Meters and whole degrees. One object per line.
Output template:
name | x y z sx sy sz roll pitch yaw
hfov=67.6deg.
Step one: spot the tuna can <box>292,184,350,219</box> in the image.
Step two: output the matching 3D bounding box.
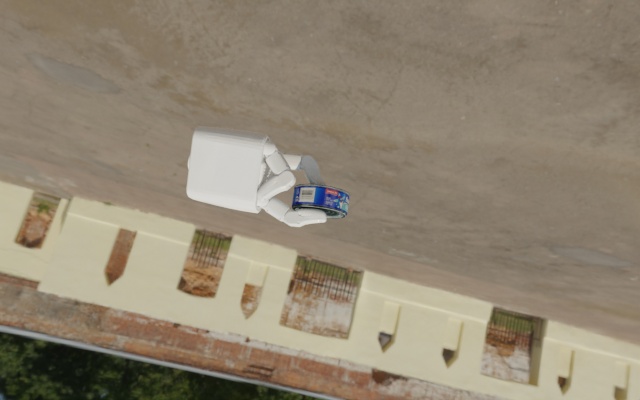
tuna can | 0.000 0.003 0.719 0.086 0.033 0.086 8 -12 2
